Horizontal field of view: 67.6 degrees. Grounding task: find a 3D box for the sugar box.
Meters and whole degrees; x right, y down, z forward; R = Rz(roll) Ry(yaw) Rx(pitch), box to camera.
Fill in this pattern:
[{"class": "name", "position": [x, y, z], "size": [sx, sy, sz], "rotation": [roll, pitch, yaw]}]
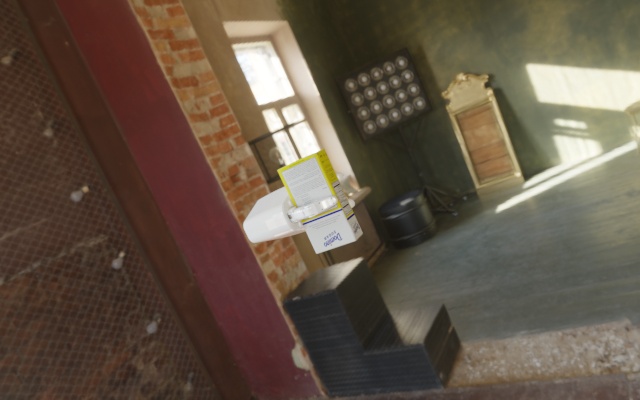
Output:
[{"class": "sugar box", "position": [0.000, 0.003, 0.889], "size": [0.093, 0.176, 0.048], "rotation": [-21, 9, 30]}]
